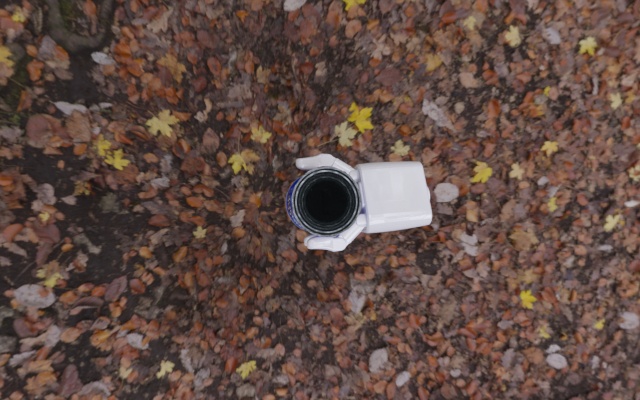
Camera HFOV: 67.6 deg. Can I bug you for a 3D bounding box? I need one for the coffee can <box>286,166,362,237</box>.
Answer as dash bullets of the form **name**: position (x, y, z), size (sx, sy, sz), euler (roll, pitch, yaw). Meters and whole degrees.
- **coffee can**: position (0.000, 0.002, 0.755), size (0.103, 0.103, 0.140), euler (0, -1, -7)
